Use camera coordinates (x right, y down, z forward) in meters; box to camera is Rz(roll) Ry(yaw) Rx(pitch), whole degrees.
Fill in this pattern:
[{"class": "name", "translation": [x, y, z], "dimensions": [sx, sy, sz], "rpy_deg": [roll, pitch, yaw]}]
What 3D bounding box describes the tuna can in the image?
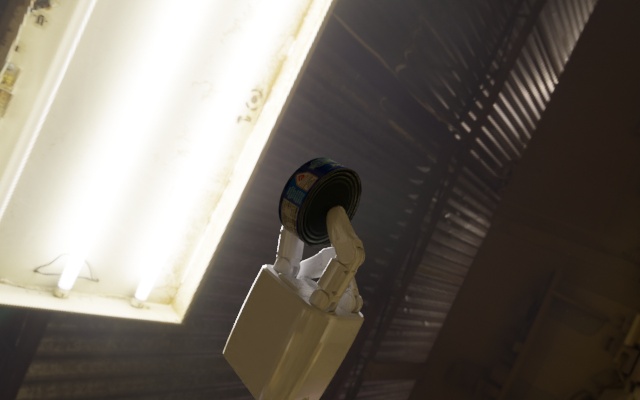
[{"class": "tuna can", "translation": [0.000, 0.001, 0.473], "dimensions": [0.033, 0.086, 0.086], "rpy_deg": [32, 19, 35]}]
